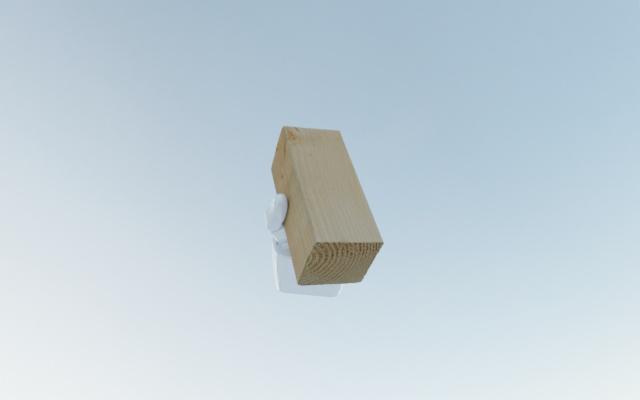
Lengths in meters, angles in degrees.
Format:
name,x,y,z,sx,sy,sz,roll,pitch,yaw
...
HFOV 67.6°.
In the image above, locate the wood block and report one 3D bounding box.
name,x,y,z,sx,sy,sz,roll,pitch,yaw
wood block,0.000,0.002,0.644,0.091,0.206,0.090,1,-43,-21
